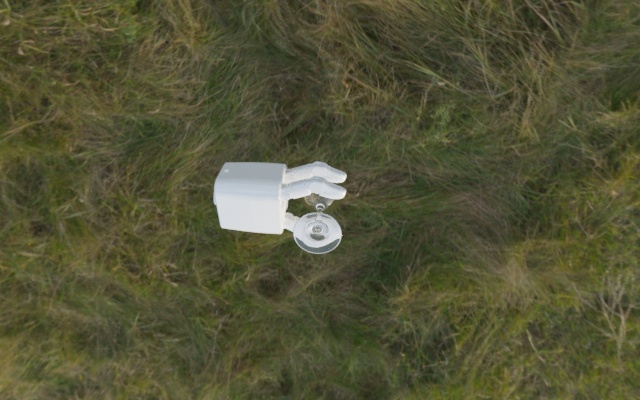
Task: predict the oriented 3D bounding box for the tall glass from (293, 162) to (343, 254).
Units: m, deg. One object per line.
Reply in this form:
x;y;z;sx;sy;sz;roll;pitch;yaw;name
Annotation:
0.000;0.003;0.812;0.079;0.079;0.201;0;29;4;tall glass
